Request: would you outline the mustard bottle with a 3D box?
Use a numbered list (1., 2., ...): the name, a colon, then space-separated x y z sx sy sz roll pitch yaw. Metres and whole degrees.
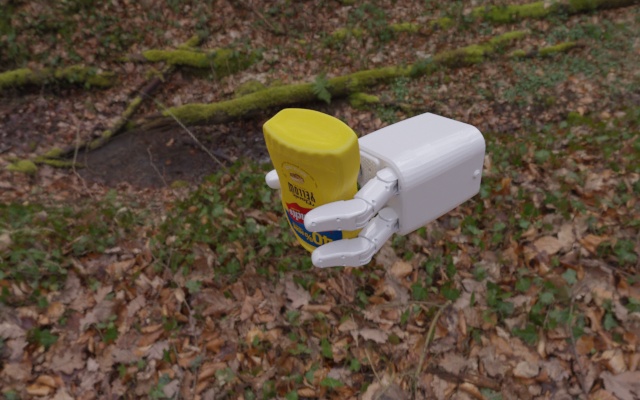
1. mustard bottle: 0.000 0.002 0.500 0.096 0.192 0.058 23 53 30
